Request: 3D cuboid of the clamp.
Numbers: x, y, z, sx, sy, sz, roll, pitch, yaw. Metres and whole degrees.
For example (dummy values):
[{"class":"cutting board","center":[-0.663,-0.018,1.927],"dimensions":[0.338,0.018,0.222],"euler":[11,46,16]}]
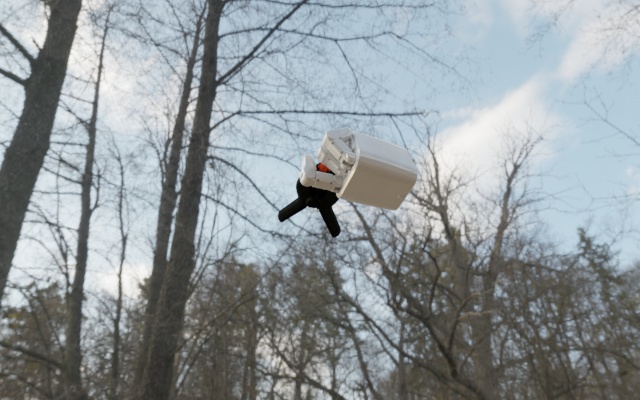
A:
[{"class":"clamp","center":[0.000,0.002,0.847],"dimensions":[0.120,0.039,0.172],"euler":[18,-41,-10]}]
